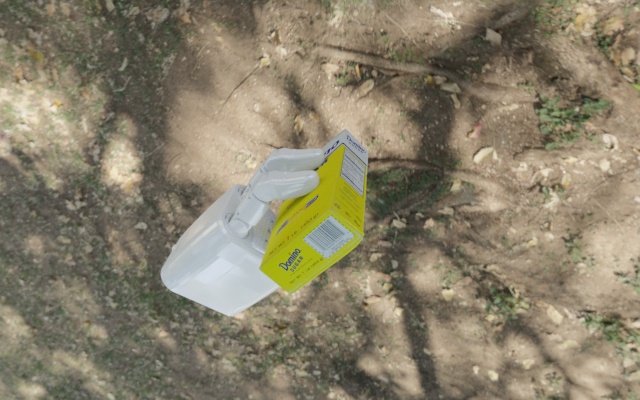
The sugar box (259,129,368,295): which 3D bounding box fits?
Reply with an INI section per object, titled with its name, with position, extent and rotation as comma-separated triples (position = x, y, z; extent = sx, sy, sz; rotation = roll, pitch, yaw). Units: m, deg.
[sugar box]
position = 0.000, 0.001, 0.472
extent = 0.093, 0.048, 0.176
rotation = -40, 21, 24
